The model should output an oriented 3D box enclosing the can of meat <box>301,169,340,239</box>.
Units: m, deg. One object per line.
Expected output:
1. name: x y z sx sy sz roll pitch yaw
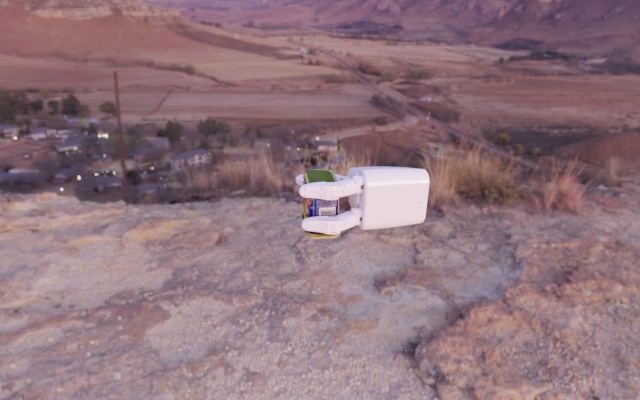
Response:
1. can of meat: 0.000 0.002 0.780 0.057 0.084 0.102 -2 23 -7
